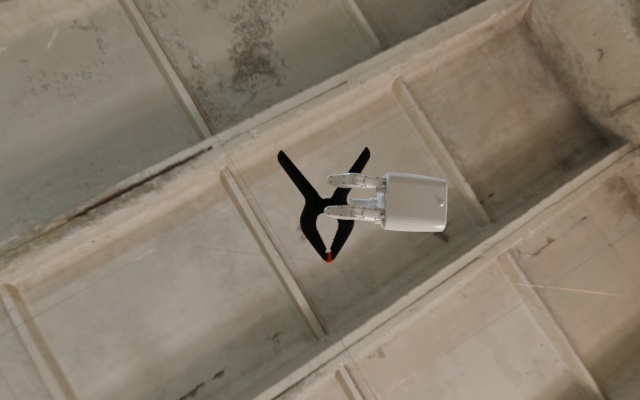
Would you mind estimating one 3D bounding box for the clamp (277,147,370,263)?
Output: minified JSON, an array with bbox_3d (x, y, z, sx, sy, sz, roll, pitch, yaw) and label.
[{"bbox_3d":[0.000,0.003,0.839,0.164,0.210,0.036,4,-7,0],"label":"clamp"}]
